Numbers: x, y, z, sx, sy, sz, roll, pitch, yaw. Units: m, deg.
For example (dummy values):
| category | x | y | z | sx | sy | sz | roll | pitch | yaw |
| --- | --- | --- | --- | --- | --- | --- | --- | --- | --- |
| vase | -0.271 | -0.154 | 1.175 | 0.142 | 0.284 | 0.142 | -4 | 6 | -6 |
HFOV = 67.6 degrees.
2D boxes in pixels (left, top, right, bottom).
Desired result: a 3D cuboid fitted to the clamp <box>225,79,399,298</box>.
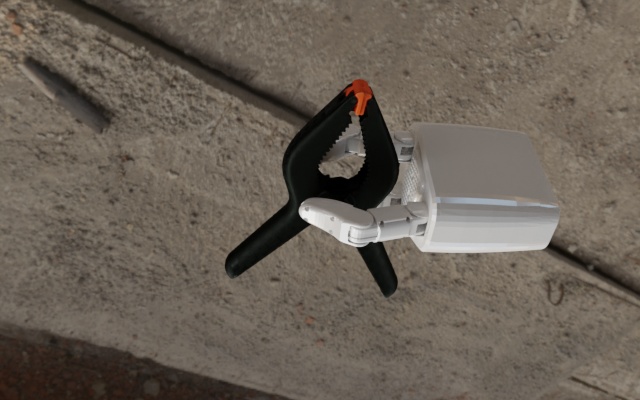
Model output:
| category | x | y | z | sx | sy | sz | roll | pitch | yaw |
| --- | --- | --- | --- | --- | --- | --- | --- | --- | --- |
| clamp | 0.000 | 0.001 | 0.403 | 0.164 | 0.210 | 0.036 | 2 | 35 | -5 |
